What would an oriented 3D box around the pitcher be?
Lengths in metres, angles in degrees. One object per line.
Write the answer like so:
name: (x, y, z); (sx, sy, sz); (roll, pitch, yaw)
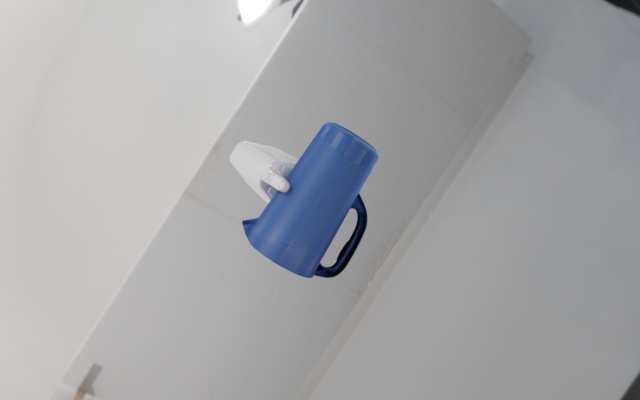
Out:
pitcher: (0.000, 0.003, 0.798); (0.145, 0.243, 0.149); (34, 3, 38)
